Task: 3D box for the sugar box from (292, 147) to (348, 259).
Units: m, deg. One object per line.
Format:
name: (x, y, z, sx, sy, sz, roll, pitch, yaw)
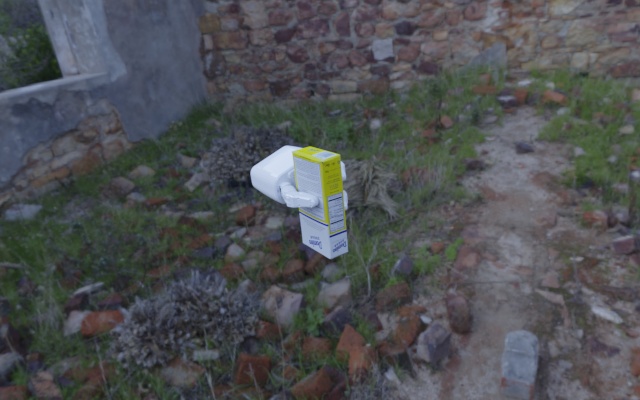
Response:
sugar box: (0.000, 0.002, 0.820, 0.048, 0.176, 0.093, -21, 26, -29)
